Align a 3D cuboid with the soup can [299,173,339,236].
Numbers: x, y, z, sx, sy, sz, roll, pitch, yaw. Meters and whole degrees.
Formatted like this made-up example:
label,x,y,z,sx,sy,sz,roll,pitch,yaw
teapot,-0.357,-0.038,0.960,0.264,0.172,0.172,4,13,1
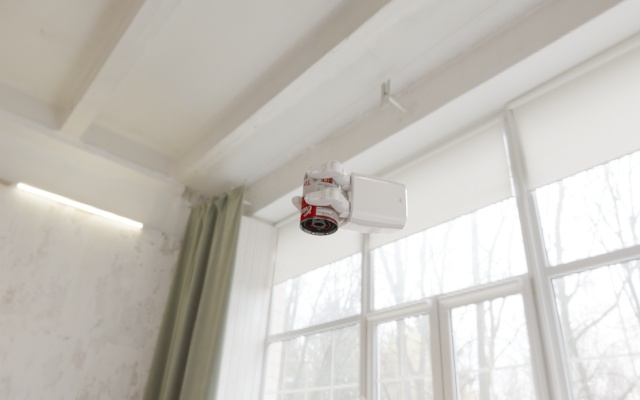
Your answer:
label,x,y,z,sx,sy,sz,roll,pitch,yaw
soup can,0.000,0.002,0.851,0.068,0.102,0.068,3,-29,2
